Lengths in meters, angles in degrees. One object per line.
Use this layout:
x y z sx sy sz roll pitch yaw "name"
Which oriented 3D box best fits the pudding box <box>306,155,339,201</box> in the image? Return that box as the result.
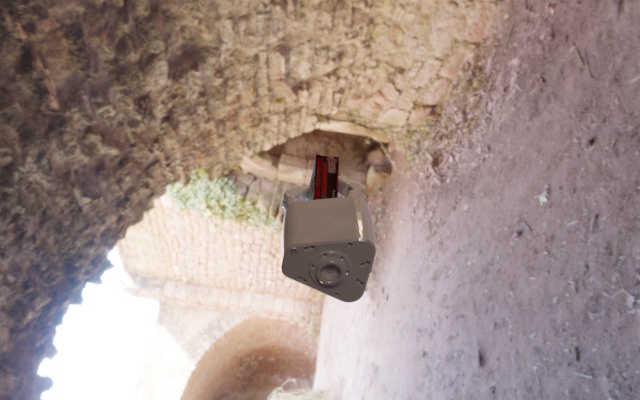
0.000 0.002 0.701 0.039 0.090 0.114 9 -36 -7 "pudding box"
